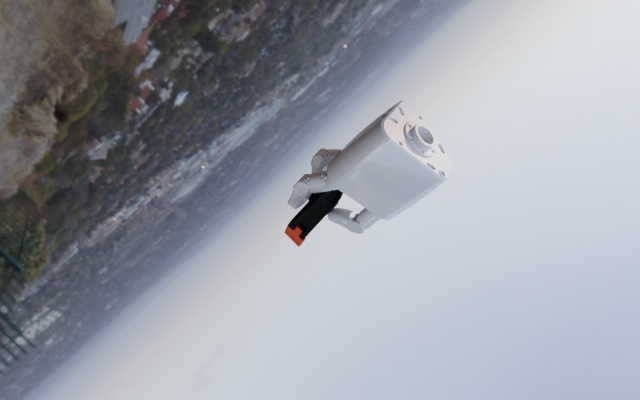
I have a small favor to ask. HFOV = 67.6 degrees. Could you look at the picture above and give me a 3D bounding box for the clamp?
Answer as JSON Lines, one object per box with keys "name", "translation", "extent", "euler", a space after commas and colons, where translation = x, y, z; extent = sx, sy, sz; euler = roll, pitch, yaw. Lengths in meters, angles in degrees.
{"name": "clamp", "translation": [0.001, 0.003, 0.690], "extent": [0.165, 0.036, 0.210], "euler": [-42, 6, 44]}
